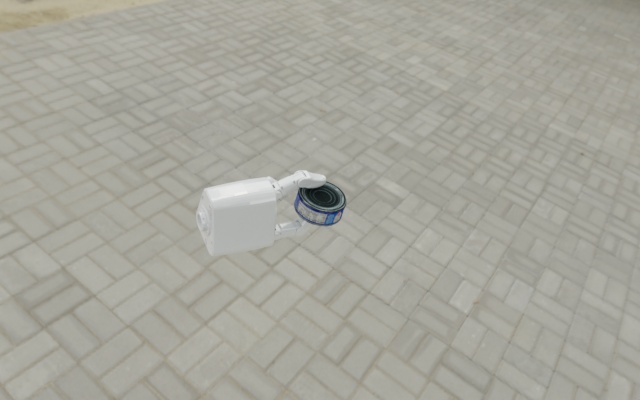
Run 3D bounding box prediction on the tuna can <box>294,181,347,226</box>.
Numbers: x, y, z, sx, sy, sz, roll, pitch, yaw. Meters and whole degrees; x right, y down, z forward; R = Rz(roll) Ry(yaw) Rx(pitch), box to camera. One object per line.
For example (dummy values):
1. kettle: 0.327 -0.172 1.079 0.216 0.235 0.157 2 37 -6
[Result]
1. tuna can: 0.000 0.002 0.810 0.086 0.034 0.086 11 38 -9
